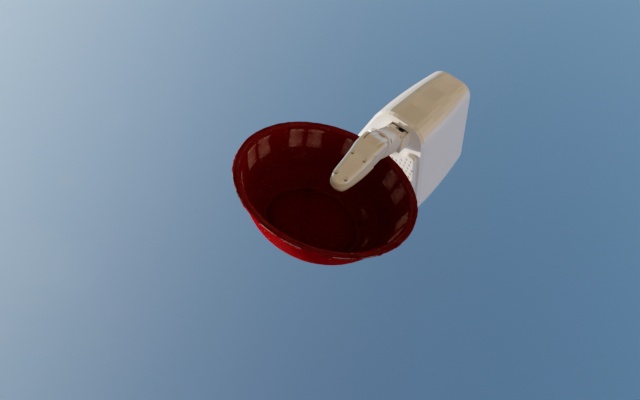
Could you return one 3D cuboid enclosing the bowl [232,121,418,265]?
[{"bbox_3d":[-0.001,0.002,0.420,0.162,0.162,0.055,0,-43,-22],"label":"bowl"}]
